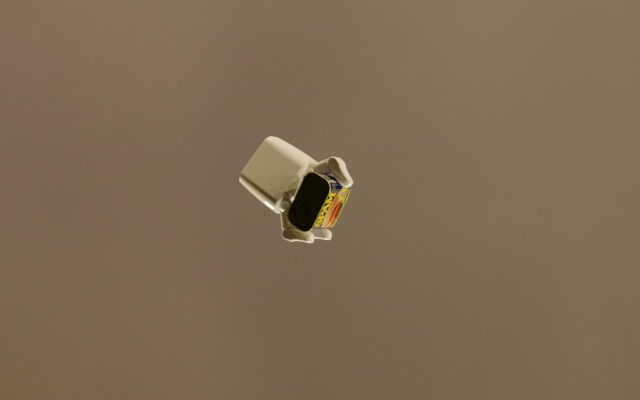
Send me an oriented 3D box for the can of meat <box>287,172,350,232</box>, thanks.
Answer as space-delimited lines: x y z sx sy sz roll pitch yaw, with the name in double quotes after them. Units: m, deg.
0.000 0.003 0.844 0.057 0.102 0.084 34 17 26 "can of meat"
